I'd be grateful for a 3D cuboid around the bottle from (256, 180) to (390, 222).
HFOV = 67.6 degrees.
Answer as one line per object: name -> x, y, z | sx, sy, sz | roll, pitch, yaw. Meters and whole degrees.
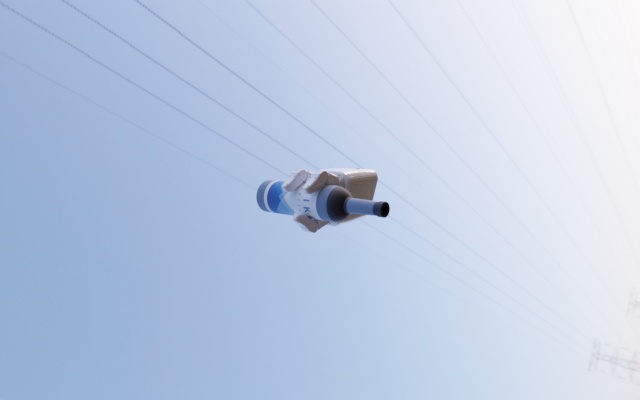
bottle -> 0.000, 0.003, 0.897 | 0.295, 0.069, 0.069 | 7, 4, 42
